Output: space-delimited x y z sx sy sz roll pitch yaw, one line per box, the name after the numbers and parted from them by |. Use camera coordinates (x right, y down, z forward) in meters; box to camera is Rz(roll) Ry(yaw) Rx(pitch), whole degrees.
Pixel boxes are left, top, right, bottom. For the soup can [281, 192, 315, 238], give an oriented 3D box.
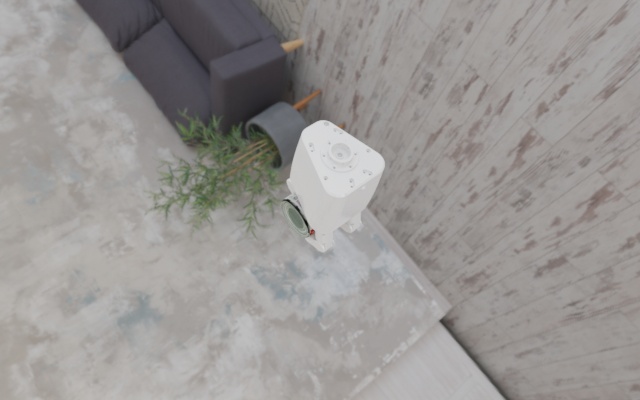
0.000 0.003 0.717 0.102 0.068 0.068 -34 15 -24 | soup can
